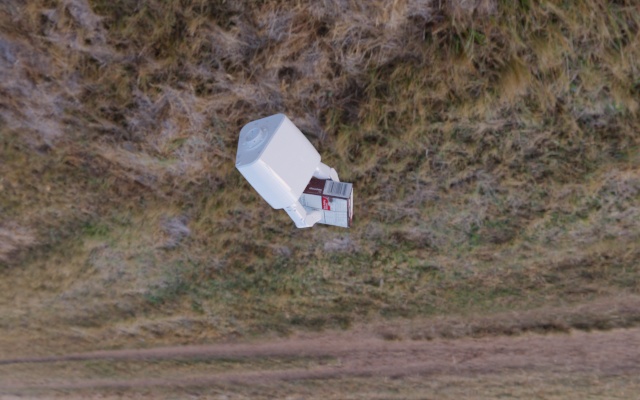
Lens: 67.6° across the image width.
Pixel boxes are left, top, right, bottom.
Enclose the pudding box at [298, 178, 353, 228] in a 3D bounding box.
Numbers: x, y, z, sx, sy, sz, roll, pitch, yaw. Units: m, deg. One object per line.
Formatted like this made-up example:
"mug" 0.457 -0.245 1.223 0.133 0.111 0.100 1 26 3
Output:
"pudding box" 0.000 0.003 0.850 0.113 0.039 0.090 10 -35 11
